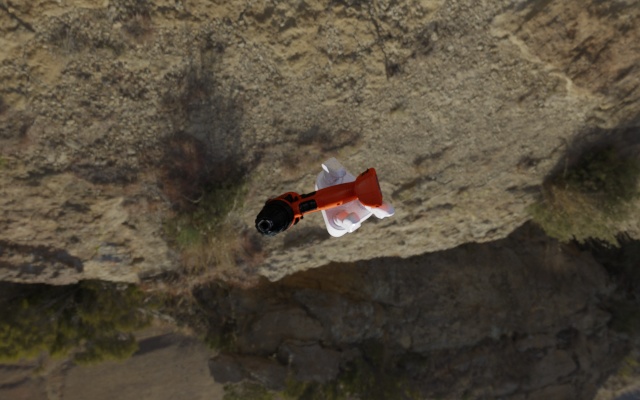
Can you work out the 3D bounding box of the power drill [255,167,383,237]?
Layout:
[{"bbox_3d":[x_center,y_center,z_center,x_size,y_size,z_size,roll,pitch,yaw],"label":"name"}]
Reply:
[{"bbox_3d":[0.001,0.002,0.745,0.187,0.057,0.184,-13,9,11],"label":"power drill"}]
